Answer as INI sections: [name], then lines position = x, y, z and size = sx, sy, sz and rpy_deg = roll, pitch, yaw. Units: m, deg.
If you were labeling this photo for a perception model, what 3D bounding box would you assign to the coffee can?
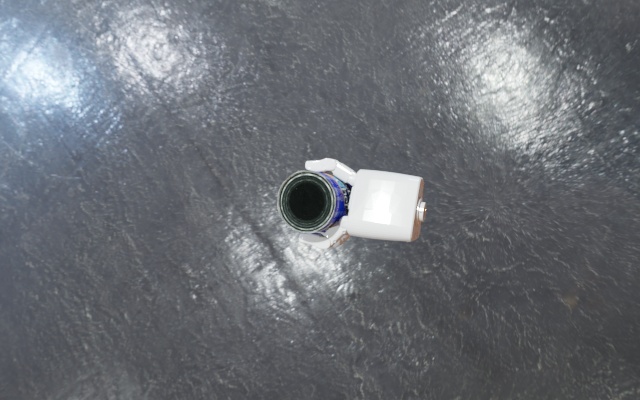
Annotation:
[coffee can]
position = 0.000, 0.003, 0.832
size = 0.103, 0.103, 0.140
rpy_deg = 0, 0, 20
